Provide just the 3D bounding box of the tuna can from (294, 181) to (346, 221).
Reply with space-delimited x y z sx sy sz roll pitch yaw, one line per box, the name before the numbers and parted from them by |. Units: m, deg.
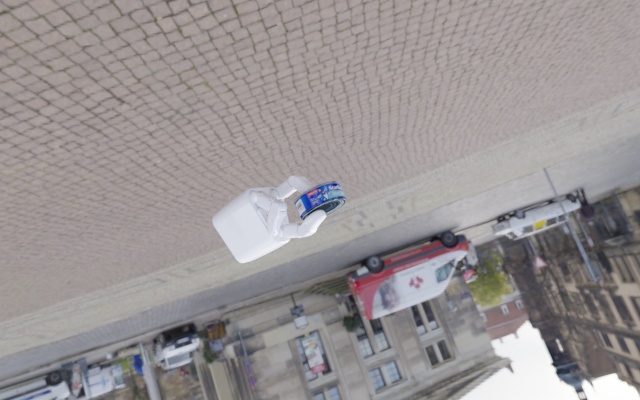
tuna can | 0.000 0.003 0.820 0.086 0.033 0.086 -23 -16 -7
